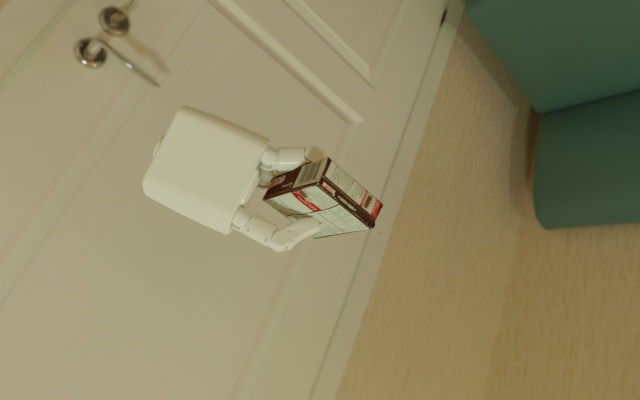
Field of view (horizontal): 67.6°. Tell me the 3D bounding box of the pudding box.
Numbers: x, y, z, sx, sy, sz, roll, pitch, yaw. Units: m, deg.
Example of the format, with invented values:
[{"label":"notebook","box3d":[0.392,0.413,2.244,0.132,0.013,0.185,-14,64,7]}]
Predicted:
[{"label":"pudding box","box3d":[0.000,0.002,0.547,0.090,0.039,0.113,38,-28,-26]}]
